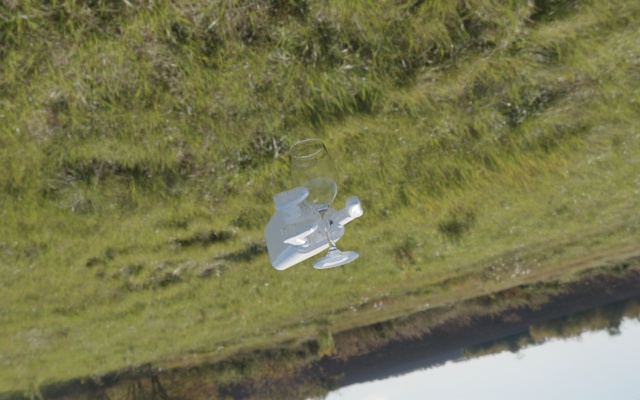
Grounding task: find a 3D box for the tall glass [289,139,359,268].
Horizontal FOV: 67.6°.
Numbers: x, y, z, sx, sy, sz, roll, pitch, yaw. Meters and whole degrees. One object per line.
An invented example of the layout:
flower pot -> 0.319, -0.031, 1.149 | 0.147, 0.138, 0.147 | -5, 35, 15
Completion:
tall glass -> 0.000, 0.003, 0.769 | 0.079, 0.201, 0.079 | -13, -20, -5
